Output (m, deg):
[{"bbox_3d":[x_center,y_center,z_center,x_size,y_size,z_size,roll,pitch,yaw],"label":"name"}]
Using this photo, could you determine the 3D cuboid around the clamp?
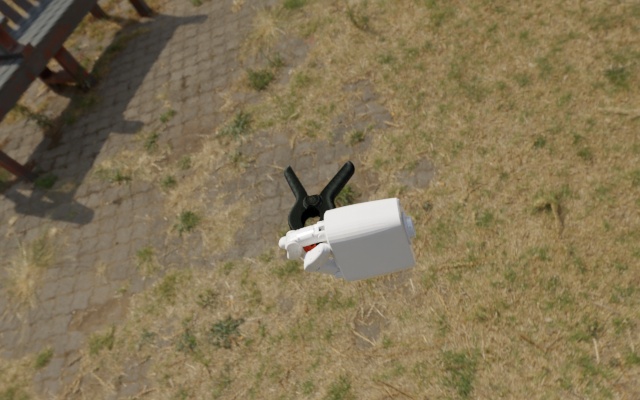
[{"bbox_3d":[0.000,0.002,0.761,0.120,0.171,0.039,-14,-35,14],"label":"clamp"}]
